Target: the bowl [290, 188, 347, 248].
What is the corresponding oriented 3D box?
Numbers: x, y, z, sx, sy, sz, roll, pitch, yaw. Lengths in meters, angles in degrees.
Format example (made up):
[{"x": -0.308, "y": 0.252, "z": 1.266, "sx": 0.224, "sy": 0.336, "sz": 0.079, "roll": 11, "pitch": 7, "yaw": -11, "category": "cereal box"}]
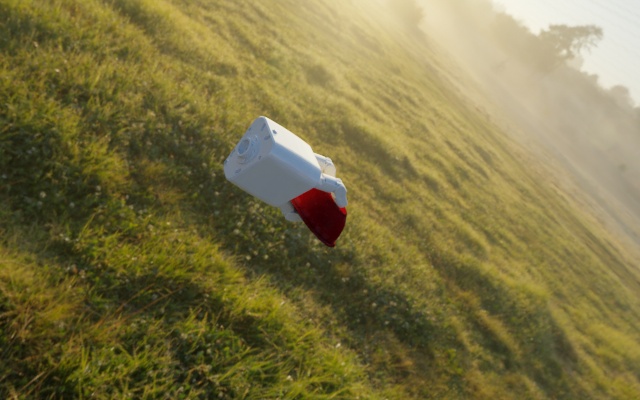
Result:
[{"x": 0.001, "y": 0.003, "z": 0.859, "sx": 0.055, "sy": 0.162, "sz": 0.162, "roll": -34, "pitch": -7, "yaw": 11, "category": "bowl"}]
